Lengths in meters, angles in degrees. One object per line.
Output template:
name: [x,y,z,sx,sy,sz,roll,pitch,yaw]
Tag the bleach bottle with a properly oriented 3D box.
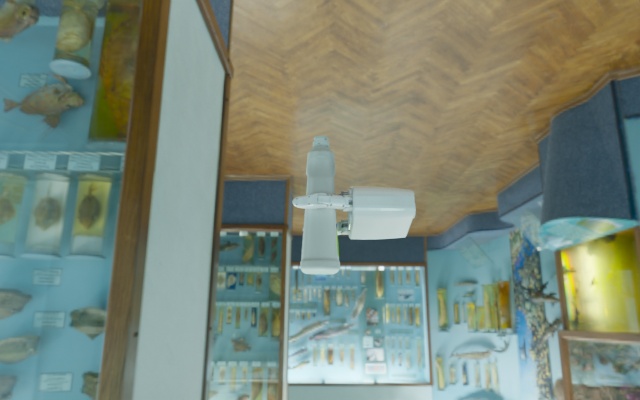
bleach bottle: [0.000,0.003,0.857,0.068,0.250,0.102,1,-14,-1]
